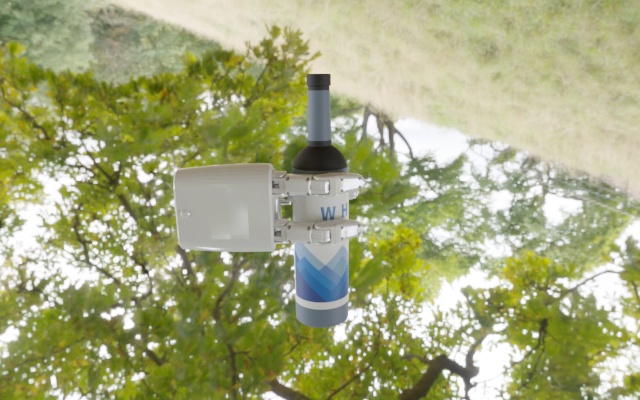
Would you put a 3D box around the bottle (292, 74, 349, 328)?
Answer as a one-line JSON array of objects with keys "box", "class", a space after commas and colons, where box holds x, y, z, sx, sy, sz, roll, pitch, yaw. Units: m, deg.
[{"box": [0.000, 0.002, 0.567, 0.069, 0.296, 0.069, -1, 14, 0], "class": "bottle"}]
